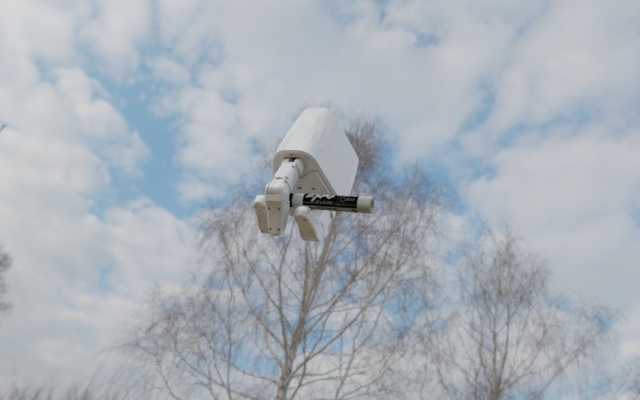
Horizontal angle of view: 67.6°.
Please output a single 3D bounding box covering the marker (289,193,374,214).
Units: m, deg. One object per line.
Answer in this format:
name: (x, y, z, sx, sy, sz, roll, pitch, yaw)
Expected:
marker: (0.000, 0.002, 0.541, 0.121, 0.020, 0.020, 3, 1, 20)
